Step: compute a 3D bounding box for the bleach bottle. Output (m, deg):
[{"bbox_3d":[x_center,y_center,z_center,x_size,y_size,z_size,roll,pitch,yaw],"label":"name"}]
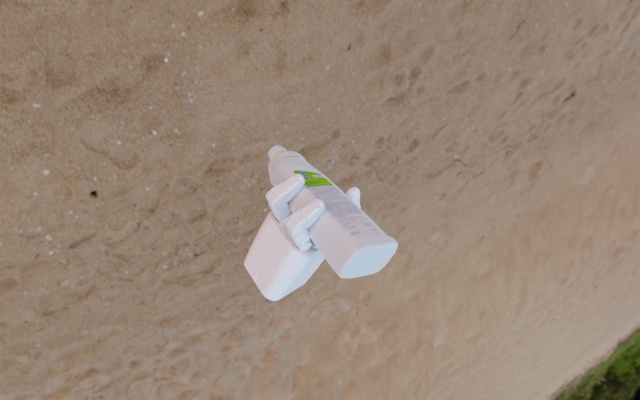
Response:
[{"bbox_3d":[0.000,0.002,0.719,0.102,0.068,0.250,-1,42,-45],"label":"bleach bottle"}]
